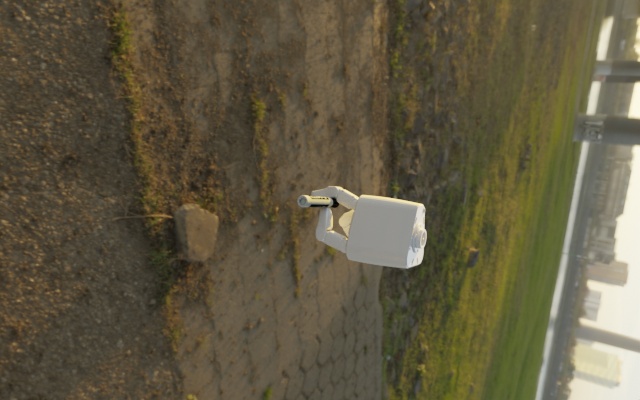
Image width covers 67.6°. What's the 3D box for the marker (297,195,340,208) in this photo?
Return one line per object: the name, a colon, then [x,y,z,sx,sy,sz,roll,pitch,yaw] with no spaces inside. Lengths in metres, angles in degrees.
marker: [0.000,0.003,0.800,0.020,0.020,0.121,0,-2,28]
